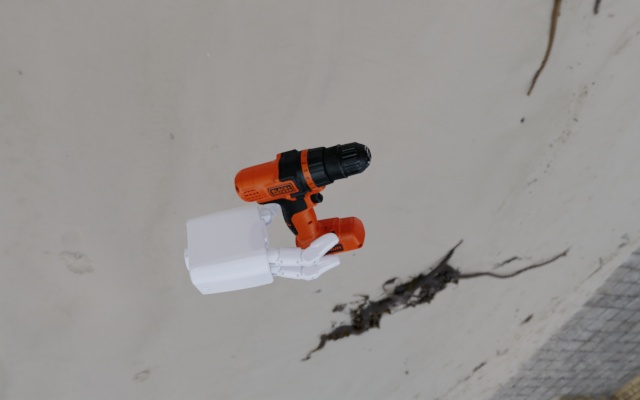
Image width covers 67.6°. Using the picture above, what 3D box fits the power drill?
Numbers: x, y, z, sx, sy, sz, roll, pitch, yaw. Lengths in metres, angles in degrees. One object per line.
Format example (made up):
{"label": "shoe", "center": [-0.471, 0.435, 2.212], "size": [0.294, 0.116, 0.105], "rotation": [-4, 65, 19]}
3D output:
{"label": "power drill", "center": [0.000, 0.003, 0.661], "size": [0.184, 0.057, 0.188], "rotation": [-11, -42, 18]}
